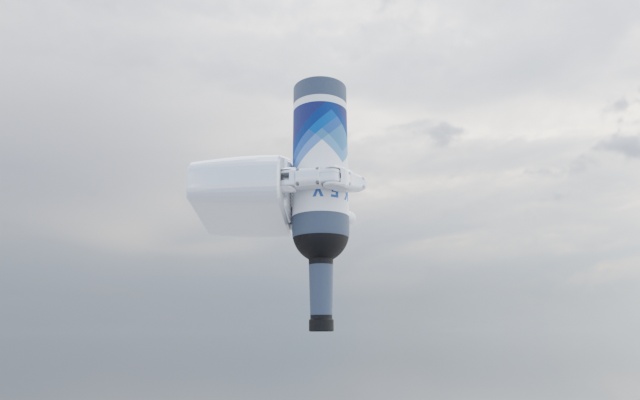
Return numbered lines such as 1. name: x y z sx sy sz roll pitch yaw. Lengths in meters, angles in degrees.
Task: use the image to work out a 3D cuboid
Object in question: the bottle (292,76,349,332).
1. bottle: 0.000 0.002 0.562 0.069 0.295 0.069 0 -15 0
